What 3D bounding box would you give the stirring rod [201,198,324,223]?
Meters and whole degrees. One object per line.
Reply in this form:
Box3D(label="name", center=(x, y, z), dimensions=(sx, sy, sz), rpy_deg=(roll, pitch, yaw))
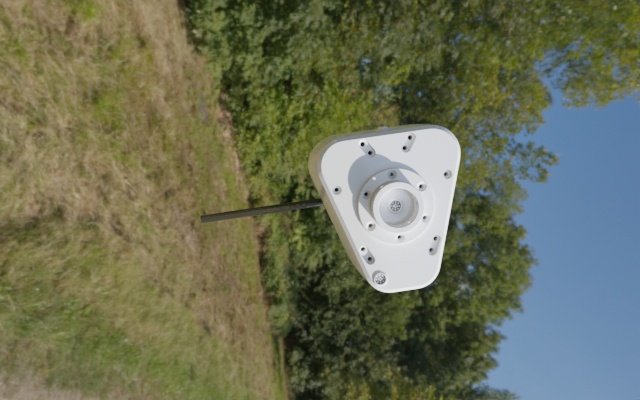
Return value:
Box3D(label="stirring rod", center=(0.000, 0.002, 0.480), dimensions=(0.239, 0.011, 0.011), rpy_deg=(-8, 0, -1))
